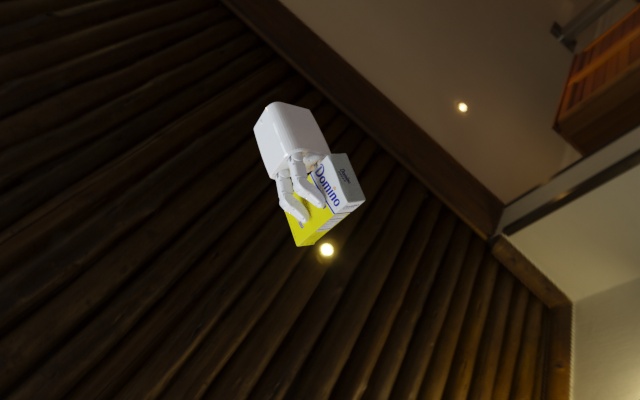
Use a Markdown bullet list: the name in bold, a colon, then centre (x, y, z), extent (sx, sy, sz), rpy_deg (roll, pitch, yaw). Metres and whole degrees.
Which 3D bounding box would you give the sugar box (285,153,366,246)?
- **sugar box**: centre (0.000, 0.003, 0.834), extent (0.048, 0.093, 0.176), rpy_deg (-7, -25, -34)
